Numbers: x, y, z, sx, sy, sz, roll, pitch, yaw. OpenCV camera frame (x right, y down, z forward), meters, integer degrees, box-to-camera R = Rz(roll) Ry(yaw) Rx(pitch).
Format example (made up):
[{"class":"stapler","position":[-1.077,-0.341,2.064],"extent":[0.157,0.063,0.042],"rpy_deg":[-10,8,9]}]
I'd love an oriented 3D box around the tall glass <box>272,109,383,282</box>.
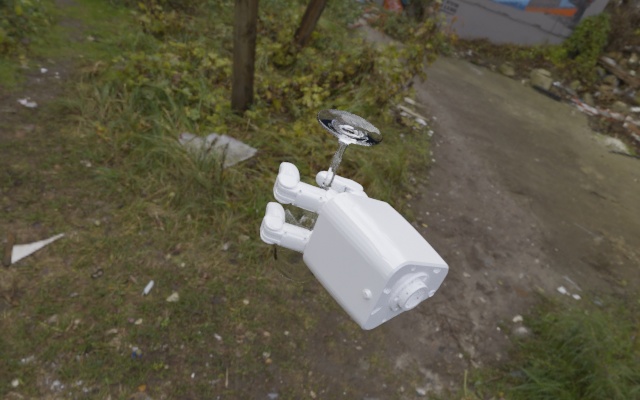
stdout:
[{"class":"tall glass","position":[0.000,0.001,0.552],"extent":[0.079,0.201,0.079],"rpy_deg":[16,31,-10]}]
